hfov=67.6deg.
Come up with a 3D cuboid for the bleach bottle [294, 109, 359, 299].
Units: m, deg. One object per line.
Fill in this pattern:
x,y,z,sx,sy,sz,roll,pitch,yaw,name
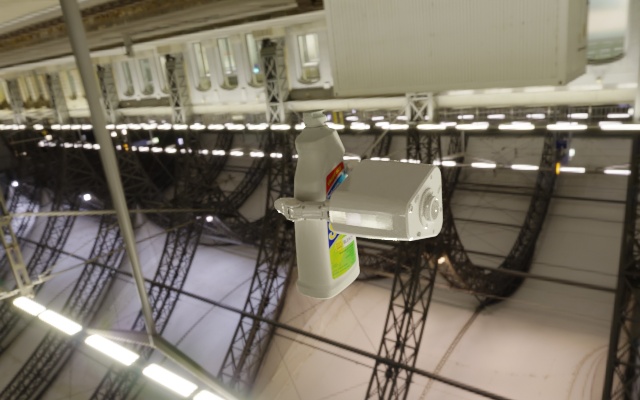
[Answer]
0.000,0.002,0.665,0.068,0.251,0.102,6,22,36,bleach bottle
